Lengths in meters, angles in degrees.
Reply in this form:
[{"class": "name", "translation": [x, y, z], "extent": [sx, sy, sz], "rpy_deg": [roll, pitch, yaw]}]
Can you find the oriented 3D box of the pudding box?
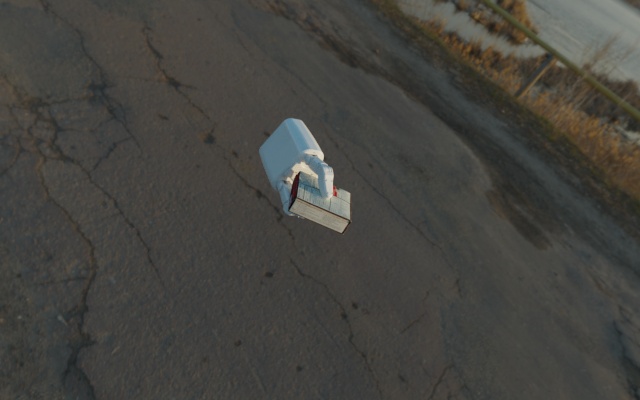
[{"class": "pudding box", "translation": [0.000, 0.003, 0.867], "extent": [0.113, 0.039, 0.090], "rpy_deg": [22, 34, -12]}]
